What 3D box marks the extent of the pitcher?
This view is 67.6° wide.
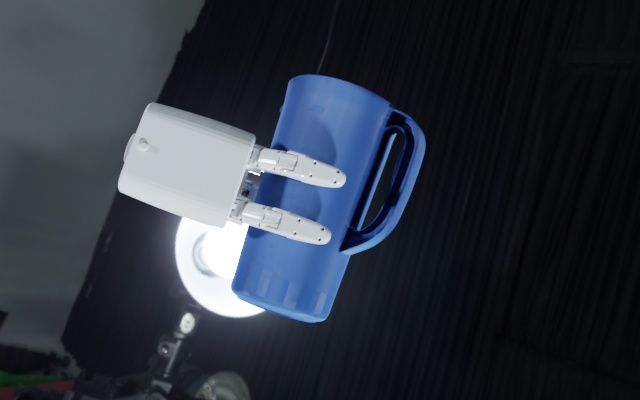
[{"bbox_3d":[0.000,0.002,0.511,0.145,0.243,0.149,19,-8,-12],"label":"pitcher"}]
